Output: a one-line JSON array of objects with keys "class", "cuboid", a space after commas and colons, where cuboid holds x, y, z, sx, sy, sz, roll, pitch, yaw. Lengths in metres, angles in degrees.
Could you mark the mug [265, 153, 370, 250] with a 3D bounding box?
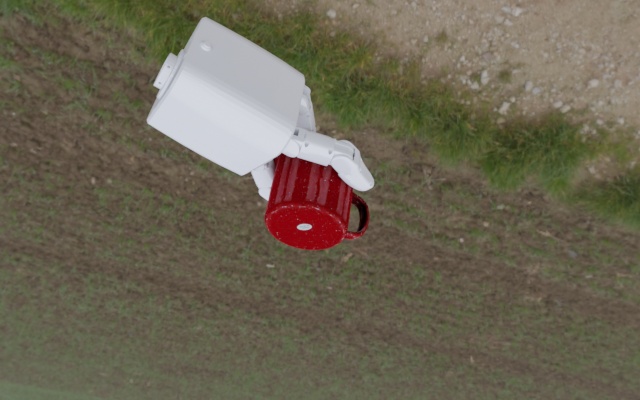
[{"class": "mug", "cuboid": [0.001, 0.002, 0.486, 0.117, 0.081, 0.093, 28, -40, -24]}]
